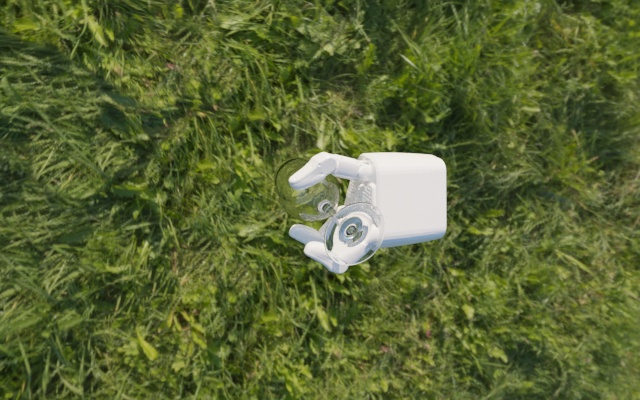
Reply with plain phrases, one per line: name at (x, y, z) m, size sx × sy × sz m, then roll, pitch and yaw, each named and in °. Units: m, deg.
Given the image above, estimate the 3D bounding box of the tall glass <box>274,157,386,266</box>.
tall glass at (0.000, 0.002, 0.596) m, size 0.079 × 0.079 × 0.201 m, roll 0°, pitch 21°, yaw -24°
